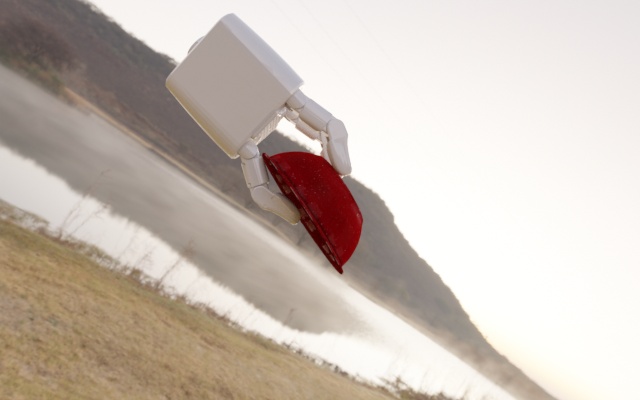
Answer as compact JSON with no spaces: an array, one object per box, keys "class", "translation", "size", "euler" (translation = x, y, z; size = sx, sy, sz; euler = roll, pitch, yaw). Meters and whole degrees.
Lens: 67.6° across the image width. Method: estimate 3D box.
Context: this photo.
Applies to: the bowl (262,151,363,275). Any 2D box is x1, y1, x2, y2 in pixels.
[{"class":"bowl","translation":[0.001,0.003,0.538],"size":[0.055,0.162,0.162],"euler":[-33,4,-7]}]
